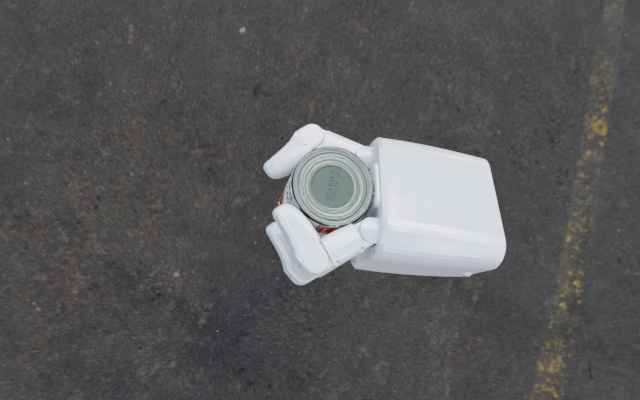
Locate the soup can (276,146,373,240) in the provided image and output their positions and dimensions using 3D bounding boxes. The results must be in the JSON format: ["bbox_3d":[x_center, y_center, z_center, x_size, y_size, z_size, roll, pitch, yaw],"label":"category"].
[{"bbox_3d":[0.000,0.001,0.418,0.068,0.068,0.102,0,-15,-12],"label":"soup can"}]
